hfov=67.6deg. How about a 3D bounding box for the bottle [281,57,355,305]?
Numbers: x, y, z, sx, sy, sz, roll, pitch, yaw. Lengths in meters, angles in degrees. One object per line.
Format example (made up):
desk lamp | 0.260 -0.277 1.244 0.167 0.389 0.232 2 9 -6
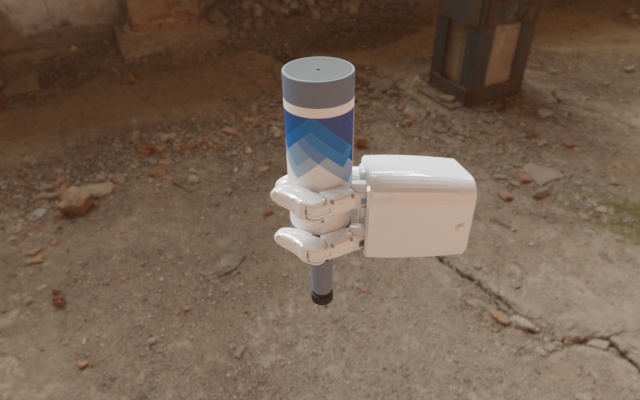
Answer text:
bottle | 0.000 0.001 0.514 0.069 0.296 0.069 -1 35 0
